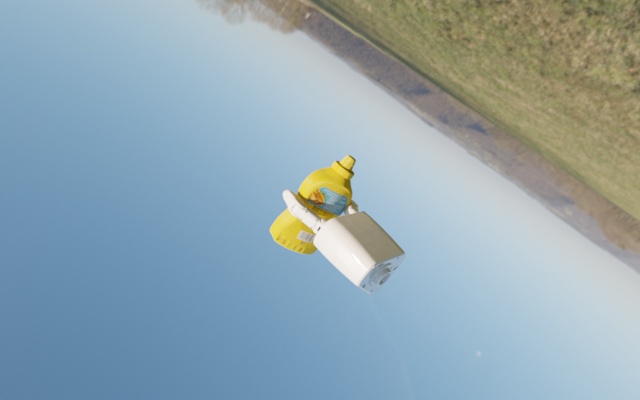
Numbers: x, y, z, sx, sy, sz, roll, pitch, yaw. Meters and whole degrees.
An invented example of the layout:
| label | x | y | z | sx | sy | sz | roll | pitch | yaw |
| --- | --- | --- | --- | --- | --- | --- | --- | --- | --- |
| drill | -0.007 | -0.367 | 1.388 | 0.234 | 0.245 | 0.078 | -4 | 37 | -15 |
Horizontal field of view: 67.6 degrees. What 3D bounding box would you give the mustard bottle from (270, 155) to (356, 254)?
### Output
| label | x | y | z | sx | sy | sz | roll | pitch | yaw |
| --- | --- | --- | --- | --- | --- | --- | --- | --- | --- |
| mustard bottle | 0.000 | 0.003 | 0.832 | 0.096 | 0.192 | 0.058 | 25 | 19 | -34 |
